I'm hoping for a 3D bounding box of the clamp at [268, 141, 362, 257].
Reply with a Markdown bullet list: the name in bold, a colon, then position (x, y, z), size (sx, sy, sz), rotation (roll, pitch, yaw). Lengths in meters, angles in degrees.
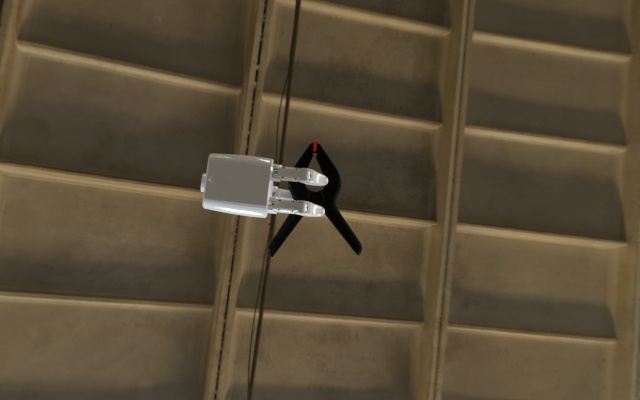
- **clamp**: position (0.000, 0.002, 0.847), size (0.164, 0.210, 0.036), rotation (7, -6, -7)
